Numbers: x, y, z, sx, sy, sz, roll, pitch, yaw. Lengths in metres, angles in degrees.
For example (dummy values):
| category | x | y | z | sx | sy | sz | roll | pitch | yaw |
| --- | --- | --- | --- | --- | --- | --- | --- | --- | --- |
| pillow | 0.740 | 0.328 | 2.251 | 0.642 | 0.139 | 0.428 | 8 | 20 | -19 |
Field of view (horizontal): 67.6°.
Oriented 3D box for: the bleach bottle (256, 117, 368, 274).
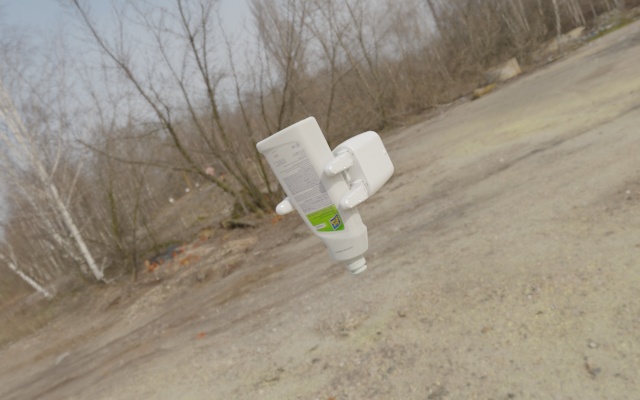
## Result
| category | x | y | z | sx | sy | sz | roll | pitch | yaw |
| --- | --- | --- | --- | --- | --- | --- | --- | --- | --- |
| bleach bottle | 0.000 | 0.002 | 0.752 | 0.102 | 0.251 | 0.068 | -20 | 10 | 36 |
